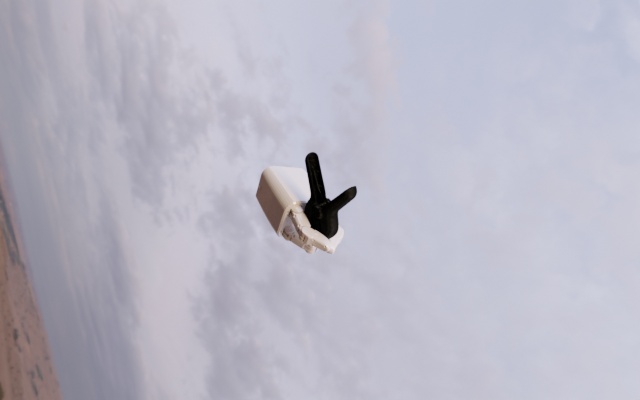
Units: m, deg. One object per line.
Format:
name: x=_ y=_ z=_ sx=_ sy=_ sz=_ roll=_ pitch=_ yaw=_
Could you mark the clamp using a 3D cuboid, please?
clamp: x=0.001 y=0.003 z=0.829 sx=0.039 sy=0.120 sz=0.172 roll=-13 pitch=-37 yaw=-33
